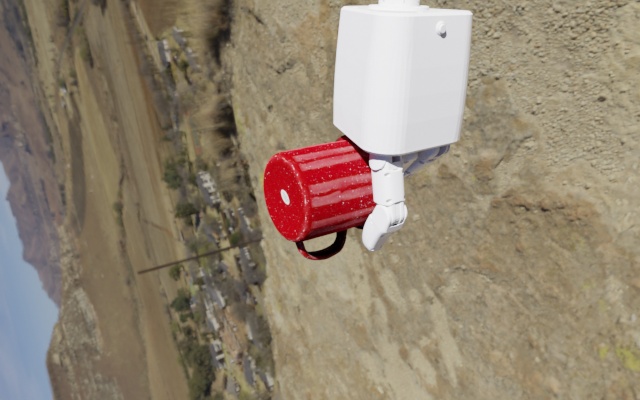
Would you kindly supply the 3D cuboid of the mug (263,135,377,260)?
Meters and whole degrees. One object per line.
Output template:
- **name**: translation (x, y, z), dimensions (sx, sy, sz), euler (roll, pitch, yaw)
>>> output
- **mug**: translation (0.000, 0.003, 0.442), dimensions (0.081, 0.117, 0.093), euler (-14, 28, -31)
